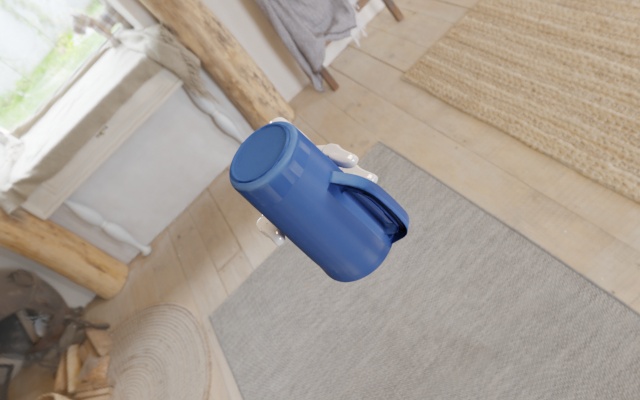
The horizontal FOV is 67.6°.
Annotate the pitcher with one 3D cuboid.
[{"bbox_3d":[0.000,0.002,0.655,0.243,0.149,0.145,44,3,-40],"label":"pitcher"}]
